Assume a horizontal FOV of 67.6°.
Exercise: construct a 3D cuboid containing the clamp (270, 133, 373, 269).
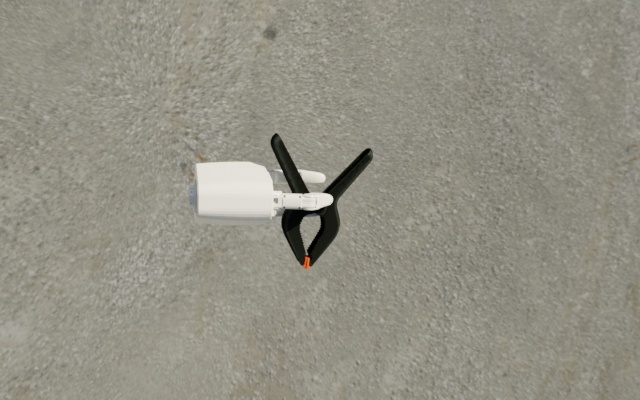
[{"bbox_3d":[0.000,0.003,0.751,0.164,0.210,0.036,0,10,-15],"label":"clamp"}]
